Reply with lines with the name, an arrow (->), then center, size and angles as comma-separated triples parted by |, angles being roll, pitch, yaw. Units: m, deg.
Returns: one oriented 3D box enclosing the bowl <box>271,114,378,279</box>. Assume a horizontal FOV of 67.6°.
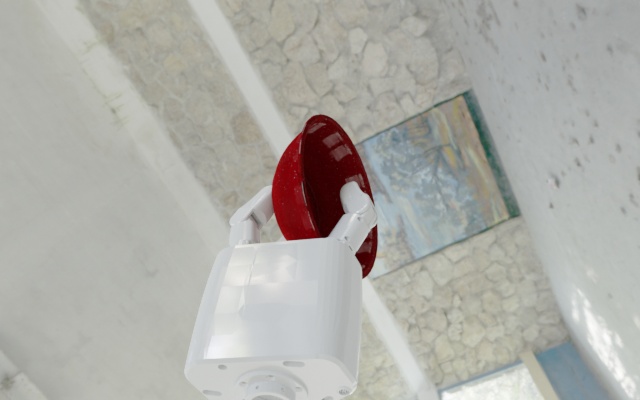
bowl -> 0.000, 0.001, 0.466 | 0.055, 0.162, 0.162 | -15, -7, 26
